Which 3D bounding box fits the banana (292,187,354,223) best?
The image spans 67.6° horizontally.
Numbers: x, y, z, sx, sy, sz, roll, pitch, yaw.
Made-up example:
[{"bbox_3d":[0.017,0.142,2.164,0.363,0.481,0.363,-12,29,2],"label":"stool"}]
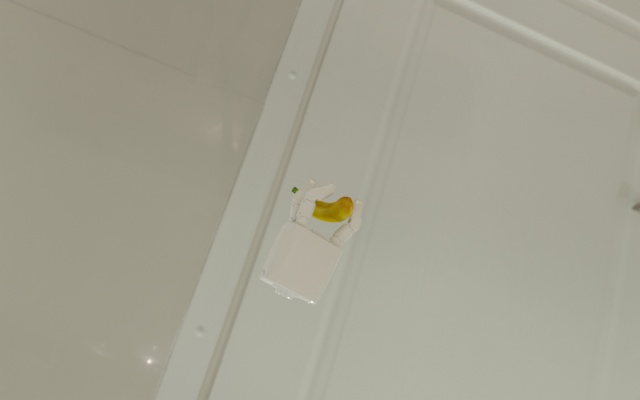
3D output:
[{"bbox_3d":[0.011,0.013,0.883,0.070,0.037,0.198,42,-17,-29],"label":"banana"}]
